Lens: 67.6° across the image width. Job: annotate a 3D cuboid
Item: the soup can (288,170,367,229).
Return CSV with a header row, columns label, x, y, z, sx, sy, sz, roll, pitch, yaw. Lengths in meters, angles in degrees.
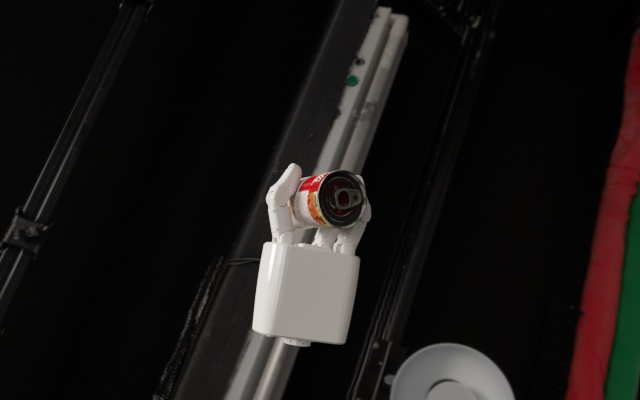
label,x,y,z,sx,sy,sz,roll,pitch,yaw
soup can,0.000,0.001,0.588,0.068,0.068,0.102,0,-4,-31
